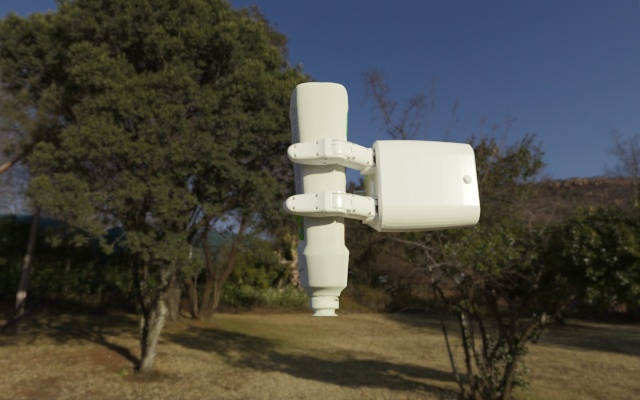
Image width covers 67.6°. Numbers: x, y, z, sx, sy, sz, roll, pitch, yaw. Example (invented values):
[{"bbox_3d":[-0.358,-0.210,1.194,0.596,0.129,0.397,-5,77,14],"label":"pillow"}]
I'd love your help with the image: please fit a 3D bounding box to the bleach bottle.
[{"bbox_3d":[0.000,0.002,0.537,0.068,0.250,0.102,0,-14,-4],"label":"bleach bottle"}]
